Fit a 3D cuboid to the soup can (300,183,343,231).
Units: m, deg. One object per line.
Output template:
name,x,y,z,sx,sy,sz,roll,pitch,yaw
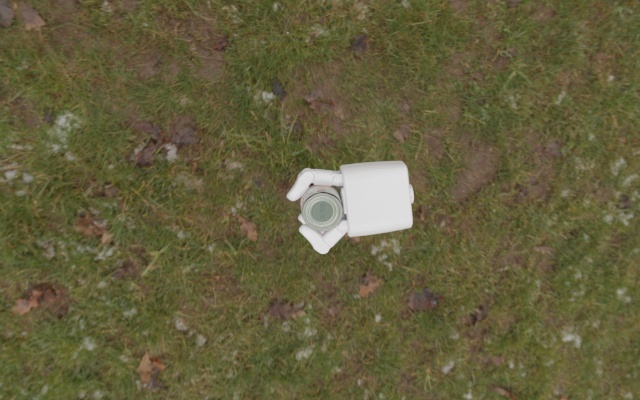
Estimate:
soup can,0.000,0.003,0.796,0.068,0.068,0.102,0,19,-4
